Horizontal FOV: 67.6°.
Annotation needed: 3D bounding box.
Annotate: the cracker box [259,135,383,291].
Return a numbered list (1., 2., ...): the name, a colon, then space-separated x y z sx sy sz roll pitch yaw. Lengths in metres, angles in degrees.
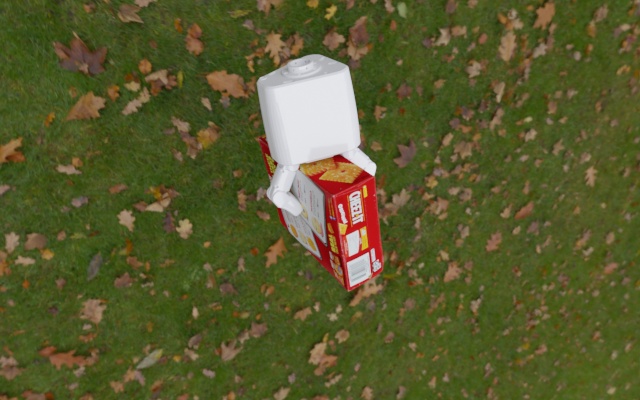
1. cracker box: 0.000 0.002 0.694 0.072 0.164 0.213 -25 37 -20
